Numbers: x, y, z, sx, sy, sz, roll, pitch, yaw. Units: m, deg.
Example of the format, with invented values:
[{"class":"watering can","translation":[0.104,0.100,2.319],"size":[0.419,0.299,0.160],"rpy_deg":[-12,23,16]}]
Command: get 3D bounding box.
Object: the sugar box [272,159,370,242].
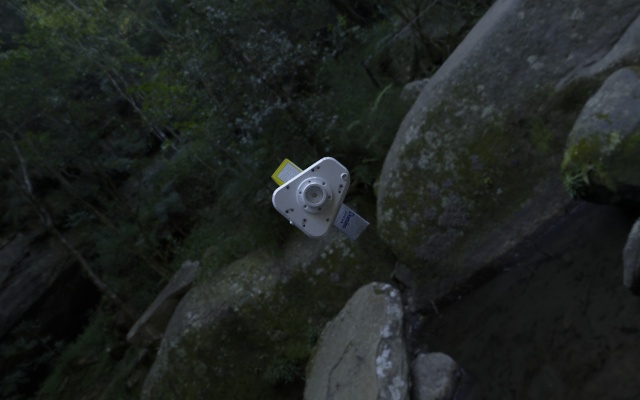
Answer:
[{"class":"sugar box","translation":[0.000,0.003,0.820],"size":[0.176,0.048,0.093],"rpy_deg":[40,-2,2]}]
